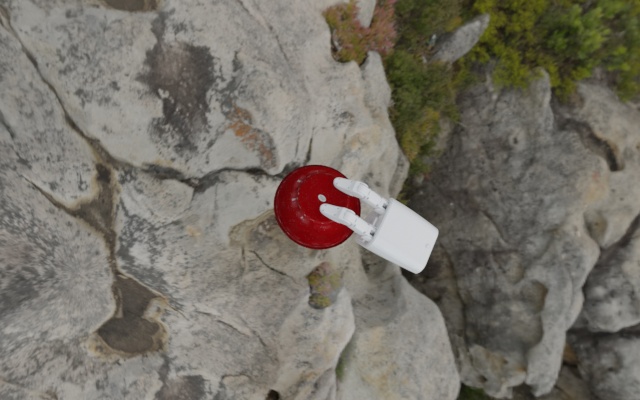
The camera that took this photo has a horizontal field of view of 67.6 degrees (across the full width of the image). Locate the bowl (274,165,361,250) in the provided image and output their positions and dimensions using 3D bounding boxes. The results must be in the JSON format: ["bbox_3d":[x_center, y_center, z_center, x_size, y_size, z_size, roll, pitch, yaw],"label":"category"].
[{"bbox_3d":[-0.001,0.002,0.843,0.162,0.162,0.055,0,-17,-11],"label":"bowl"}]
